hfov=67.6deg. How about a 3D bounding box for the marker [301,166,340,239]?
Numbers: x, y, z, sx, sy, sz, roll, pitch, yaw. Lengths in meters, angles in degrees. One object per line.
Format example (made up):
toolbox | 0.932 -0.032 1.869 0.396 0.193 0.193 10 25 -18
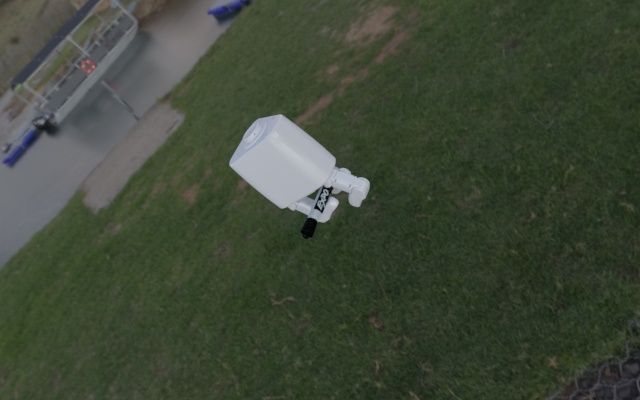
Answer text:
marker | 0.000 0.002 0.680 0.020 0.121 0.020 18 -30 11
